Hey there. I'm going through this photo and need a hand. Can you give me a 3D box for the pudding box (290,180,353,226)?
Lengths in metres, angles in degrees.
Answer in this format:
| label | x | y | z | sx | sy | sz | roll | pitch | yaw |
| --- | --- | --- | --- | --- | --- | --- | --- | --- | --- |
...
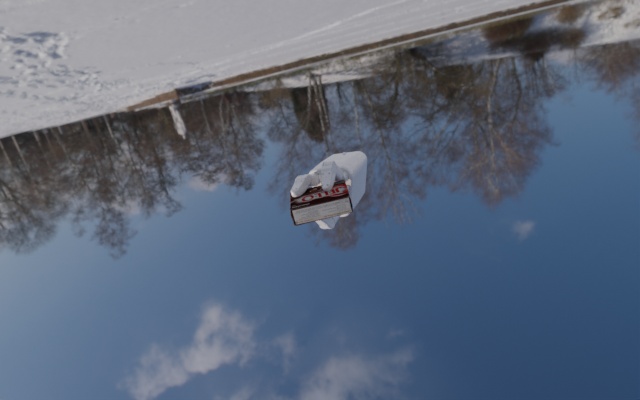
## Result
| label | x | y | z | sx | sy | sz | roll | pitch | yaw |
| --- | --- | --- | --- | --- | --- | --- | --- | --- | --- |
| pudding box | 0.000 | 0.003 | 0.894 | 0.113 | 0.039 | 0.090 | -15 | 21 | 2 |
